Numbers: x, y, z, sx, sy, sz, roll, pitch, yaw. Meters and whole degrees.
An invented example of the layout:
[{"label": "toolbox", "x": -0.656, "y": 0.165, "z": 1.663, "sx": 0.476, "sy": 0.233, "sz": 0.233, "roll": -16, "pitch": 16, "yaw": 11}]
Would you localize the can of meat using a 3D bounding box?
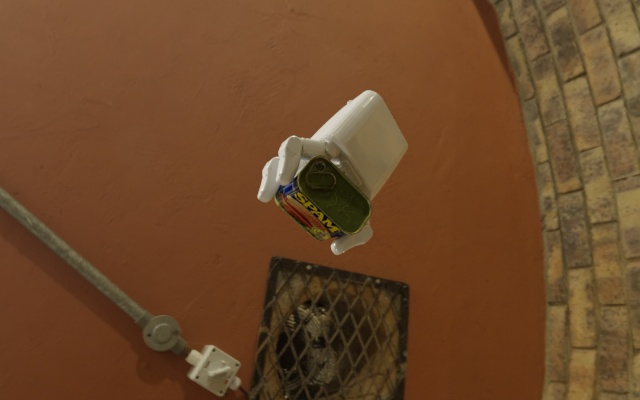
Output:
[{"label": "can of meat", "x": 0.000, "y": 0.002, "z": 0.600, "sx": 0.102, "sy": 0.057, "sz": 0.084, "roll": 44, "pitch": -28, "yaw": -12}]
